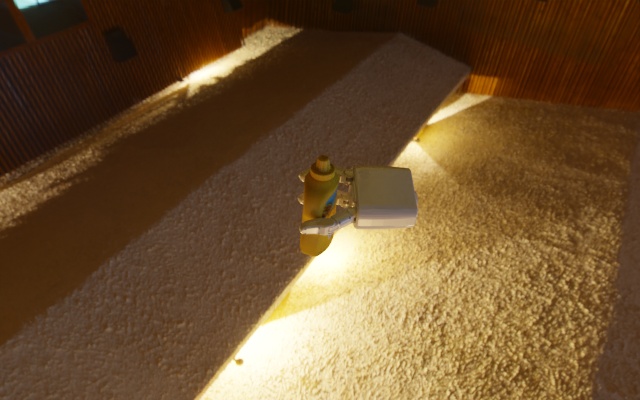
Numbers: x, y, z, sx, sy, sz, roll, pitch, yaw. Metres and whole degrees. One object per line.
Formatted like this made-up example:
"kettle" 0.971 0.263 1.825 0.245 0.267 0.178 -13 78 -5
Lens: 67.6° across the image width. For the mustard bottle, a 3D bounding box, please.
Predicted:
"mustard bottle" 0.000 0.003 0.836 0.058 0.192 0.096 17 43 14
